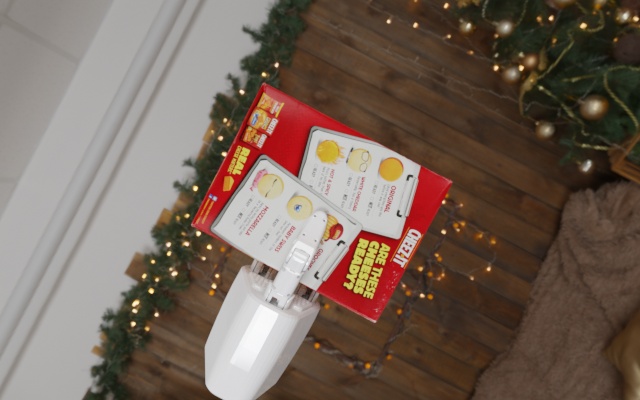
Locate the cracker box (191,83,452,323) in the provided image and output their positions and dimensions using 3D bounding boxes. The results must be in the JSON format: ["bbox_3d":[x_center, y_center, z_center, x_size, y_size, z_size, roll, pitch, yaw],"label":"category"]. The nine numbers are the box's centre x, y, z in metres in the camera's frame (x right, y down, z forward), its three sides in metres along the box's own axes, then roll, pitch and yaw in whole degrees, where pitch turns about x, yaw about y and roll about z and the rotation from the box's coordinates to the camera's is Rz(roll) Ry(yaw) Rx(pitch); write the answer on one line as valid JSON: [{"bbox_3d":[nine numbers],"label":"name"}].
[{"bbox_3d":[0.000,0.002,0.505,0.214,0.164,0.072,28,5,-1],"label":"cracker box"}]
